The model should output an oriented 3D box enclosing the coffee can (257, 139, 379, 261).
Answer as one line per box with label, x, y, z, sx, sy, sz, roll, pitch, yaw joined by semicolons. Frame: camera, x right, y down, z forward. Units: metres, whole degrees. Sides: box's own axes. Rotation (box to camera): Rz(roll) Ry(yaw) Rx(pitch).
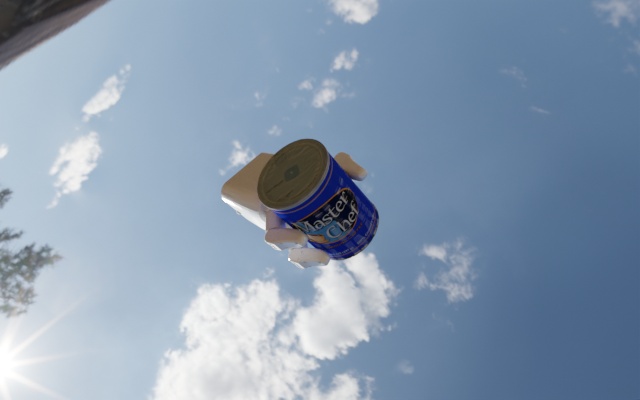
coffee can;0.000;0.002;0.623;0.103;0.102;0.140;0;-32;37
